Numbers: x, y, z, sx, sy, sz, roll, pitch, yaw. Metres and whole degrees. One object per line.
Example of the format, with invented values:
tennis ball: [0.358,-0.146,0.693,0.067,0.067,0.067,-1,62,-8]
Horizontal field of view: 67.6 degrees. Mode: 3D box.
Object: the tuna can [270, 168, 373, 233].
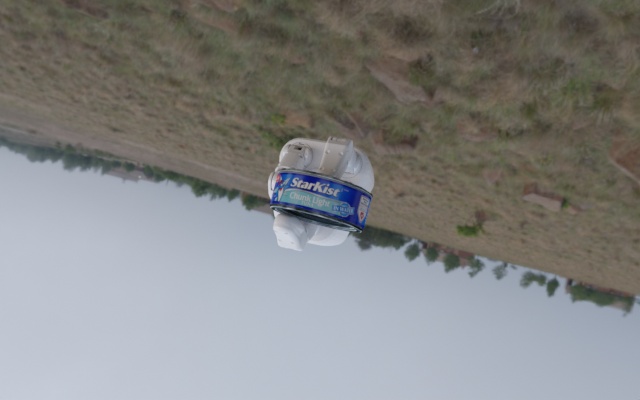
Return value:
tuna can: [0.000,0.002,0.415,0.086,0.033,0.086,15,-8,2]
